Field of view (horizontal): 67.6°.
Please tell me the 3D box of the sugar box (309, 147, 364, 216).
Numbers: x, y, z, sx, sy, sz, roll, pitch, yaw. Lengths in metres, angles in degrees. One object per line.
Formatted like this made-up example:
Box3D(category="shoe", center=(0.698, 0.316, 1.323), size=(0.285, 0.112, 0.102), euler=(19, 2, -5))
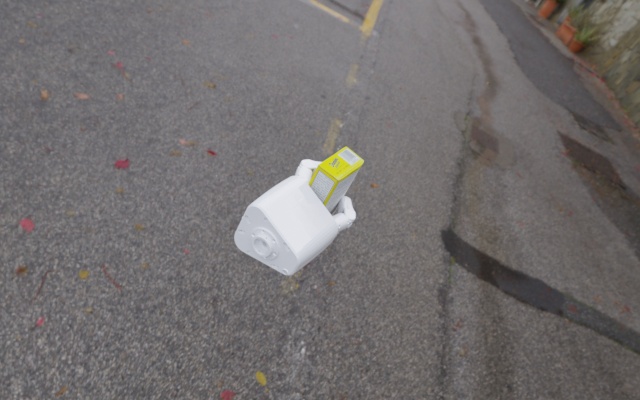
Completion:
Box3D(category="sugar box", center=(0.000, 0.002, 0.780), size=(0.048, 0.176, 0.093), euler=(40, 38, 11))
